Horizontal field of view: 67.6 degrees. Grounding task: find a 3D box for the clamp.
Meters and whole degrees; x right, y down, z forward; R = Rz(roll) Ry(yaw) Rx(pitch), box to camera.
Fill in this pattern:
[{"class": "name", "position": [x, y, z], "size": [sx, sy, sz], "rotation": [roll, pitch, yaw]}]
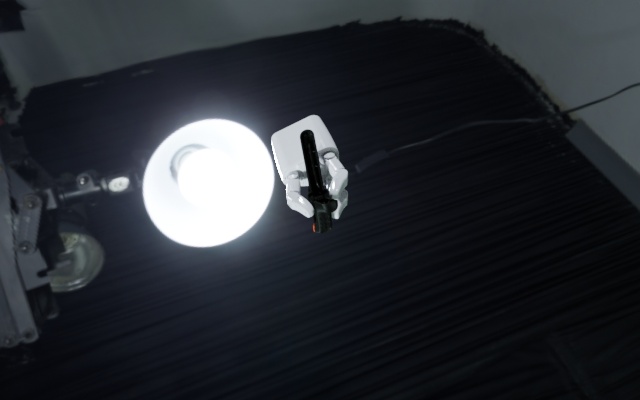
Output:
[{"class": "clamp", "position": [-0.001, 0.003, 0.837], "size": [0.036, 0.164, 0.210], "rotation": [-13, -40, -7]}]
